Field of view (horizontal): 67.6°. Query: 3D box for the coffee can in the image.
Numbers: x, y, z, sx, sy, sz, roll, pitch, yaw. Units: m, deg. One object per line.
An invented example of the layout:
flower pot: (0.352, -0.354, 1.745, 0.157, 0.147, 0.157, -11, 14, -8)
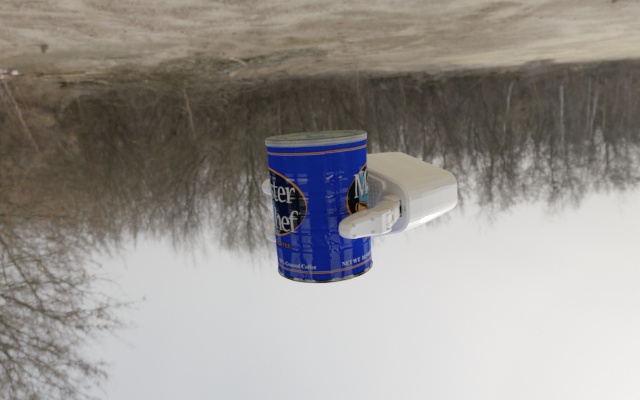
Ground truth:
coffee can: (0.000, 0.002, 0.496, 0.103, 0.140, 0.102, -4, 12, 1)
